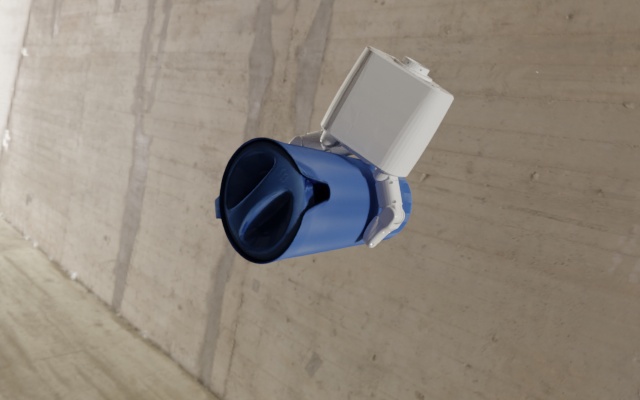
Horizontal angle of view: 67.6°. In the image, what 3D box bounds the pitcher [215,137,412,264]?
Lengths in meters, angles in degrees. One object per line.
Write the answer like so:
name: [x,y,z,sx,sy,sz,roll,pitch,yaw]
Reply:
pitcher: [0.000,0.002,0.594,0.243,0.145,0.149,1,36,-49]
